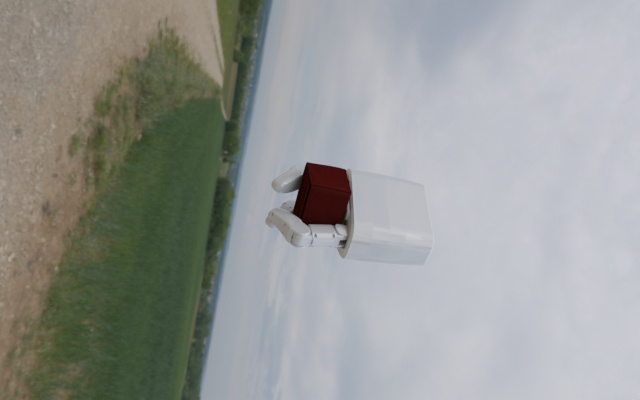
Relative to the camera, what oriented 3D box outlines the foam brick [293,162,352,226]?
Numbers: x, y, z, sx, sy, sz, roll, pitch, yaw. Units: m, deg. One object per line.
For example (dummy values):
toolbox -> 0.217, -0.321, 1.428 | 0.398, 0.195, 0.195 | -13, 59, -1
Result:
foam brick -> 0.000, 0.002, 0.573 | 0.051, 0.078, 0.053 | 9, 35, -12
